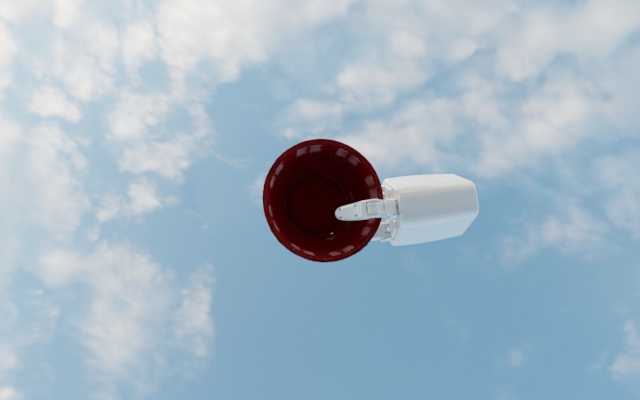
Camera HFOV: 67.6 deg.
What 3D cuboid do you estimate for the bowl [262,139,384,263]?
[{"bbox_3d":[-0.001,0.002,0.640,0.162,0.162,0.055,0,-7,-13],"label":"bowl"}]
